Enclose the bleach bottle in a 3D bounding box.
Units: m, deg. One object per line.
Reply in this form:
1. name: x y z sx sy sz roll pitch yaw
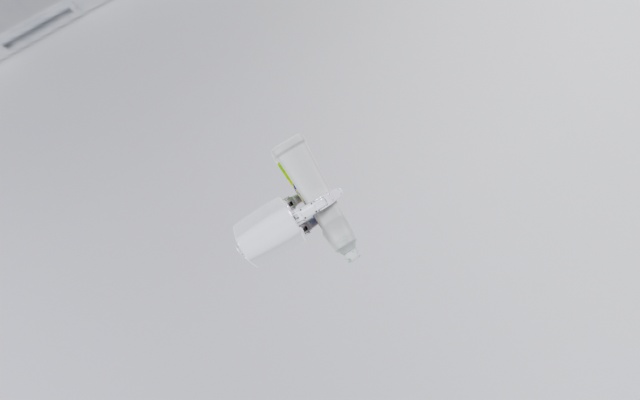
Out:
1. bleach bottle: 0.000 0.003 0.886 0.068 0.251 0.102 -31 1 -4
